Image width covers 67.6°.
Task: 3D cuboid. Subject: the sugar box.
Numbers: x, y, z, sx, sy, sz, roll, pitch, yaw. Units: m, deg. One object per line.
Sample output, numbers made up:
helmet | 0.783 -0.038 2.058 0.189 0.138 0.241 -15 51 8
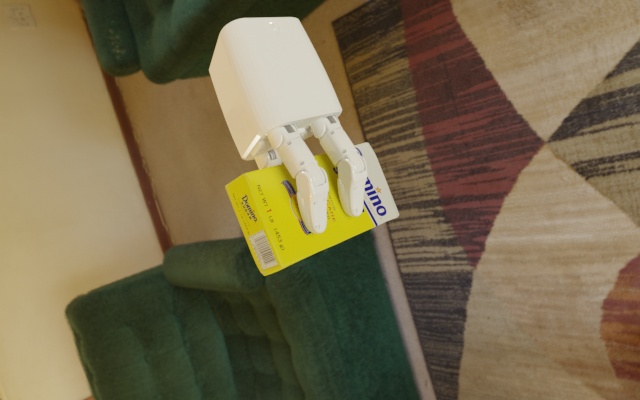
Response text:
sugar box | 0.000 0.001 0.487 0.176 0.093 0.048 -20 -3 -40
